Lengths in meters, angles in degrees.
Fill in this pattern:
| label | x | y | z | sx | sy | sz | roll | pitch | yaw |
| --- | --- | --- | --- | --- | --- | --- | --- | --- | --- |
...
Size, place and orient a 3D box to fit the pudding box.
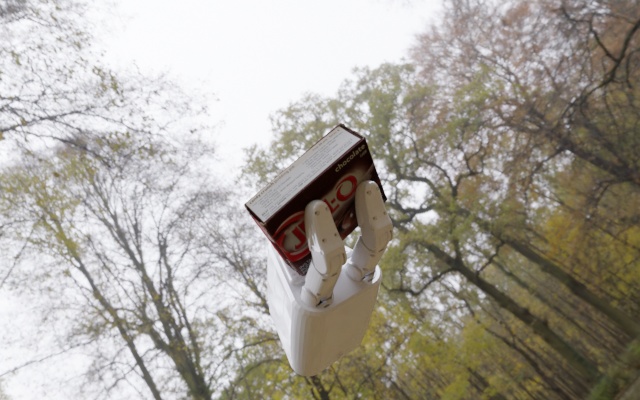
| label | x | y | z | sx | sy | sz | roll | pitch | yaw |
| --- | --- | --- | --- | --- | --- | --- | --- | --- | --- |
| pudding box | 0.000 | 0.001 | 0.421 | 0.039 | 0.113 | 0.090 | 38 | -15 | 37 |
